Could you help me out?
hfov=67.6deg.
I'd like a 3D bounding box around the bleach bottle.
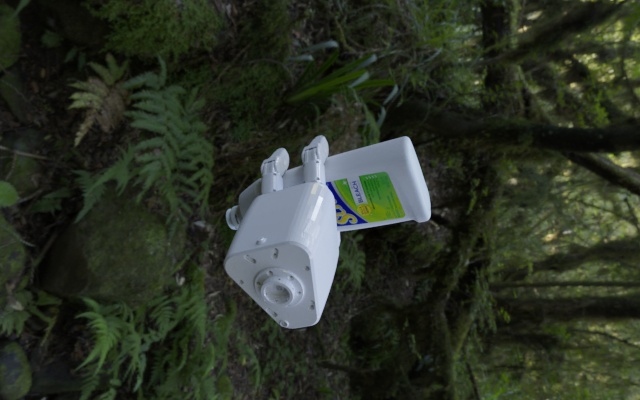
[{"bbox_3d":[0.000,0.002,0.592,0.251,0.103,0.068,-15,28,20],"label":"bleach bottle"}]
